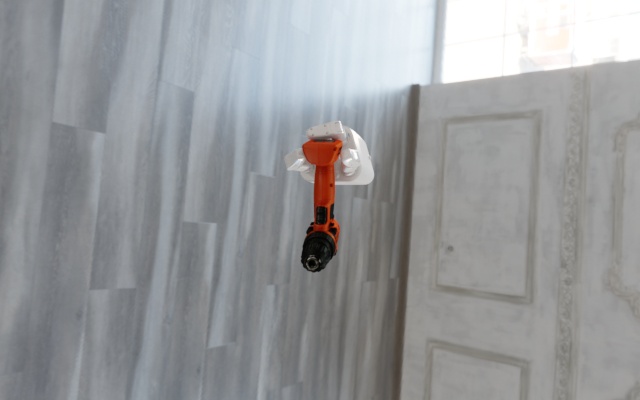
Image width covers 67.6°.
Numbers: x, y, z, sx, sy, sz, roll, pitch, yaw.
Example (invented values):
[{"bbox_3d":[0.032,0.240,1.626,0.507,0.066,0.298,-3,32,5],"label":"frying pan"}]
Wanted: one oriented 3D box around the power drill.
[{"bbox_3d":[0.000,0.002,0.742,0.057,0.188,0.184,3,13,5],"label":"power drill"}]
